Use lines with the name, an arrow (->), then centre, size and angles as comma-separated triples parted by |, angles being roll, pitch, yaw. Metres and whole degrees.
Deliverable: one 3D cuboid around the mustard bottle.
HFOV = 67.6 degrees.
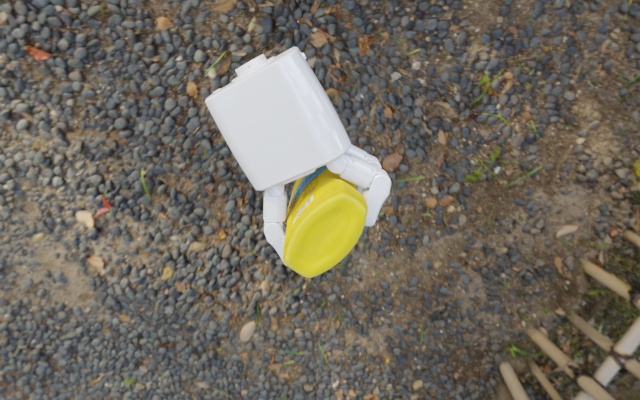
mustard bottle -> 0.000, 0.002, 0.531 | 0.058, 0.096, 0.191 | 34, 16, -14
